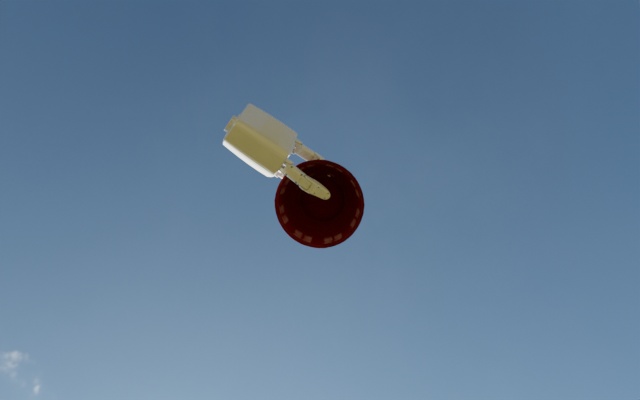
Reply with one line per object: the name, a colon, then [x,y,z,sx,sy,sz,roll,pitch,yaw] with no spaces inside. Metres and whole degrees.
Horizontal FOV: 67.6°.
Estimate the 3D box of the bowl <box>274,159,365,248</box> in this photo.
bowl: [0.001,0.004,0.876,0.162,0.162,0.055,0,11,7]
